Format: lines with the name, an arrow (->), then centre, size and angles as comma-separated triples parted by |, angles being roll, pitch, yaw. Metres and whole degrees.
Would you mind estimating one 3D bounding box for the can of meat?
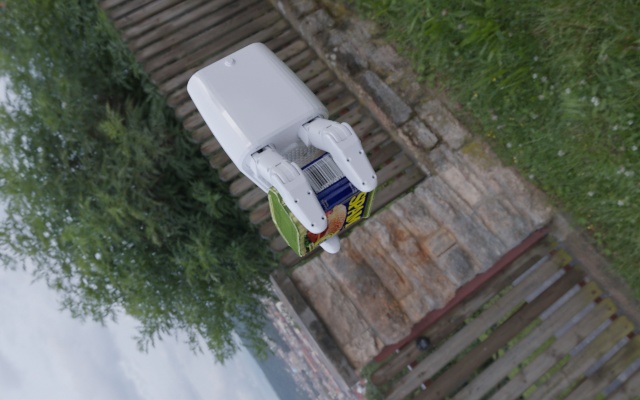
can of meat -> 0.000, 0.002, 0.451 | 0.084, 0.057, 0.102 | -32, -20, -14
